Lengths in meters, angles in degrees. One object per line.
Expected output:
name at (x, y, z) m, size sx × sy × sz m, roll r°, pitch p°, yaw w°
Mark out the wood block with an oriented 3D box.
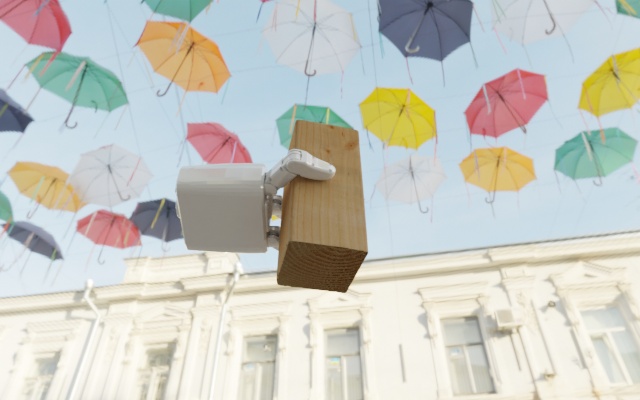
wood block at (0.000, 0.002, 0.608) m, size 0.090 × 0.206 × 0.091 m, roll 9°, pitch -43°, yaw -10°
